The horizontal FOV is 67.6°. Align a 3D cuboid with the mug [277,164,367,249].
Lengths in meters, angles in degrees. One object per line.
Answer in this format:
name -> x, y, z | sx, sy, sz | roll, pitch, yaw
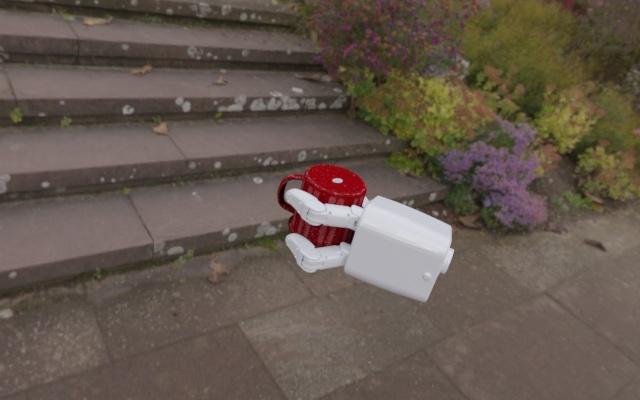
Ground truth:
mug -> -0.001, 0.001, 0.618 | 0.117, 0.081, 0.093 | 21, 30, 11
